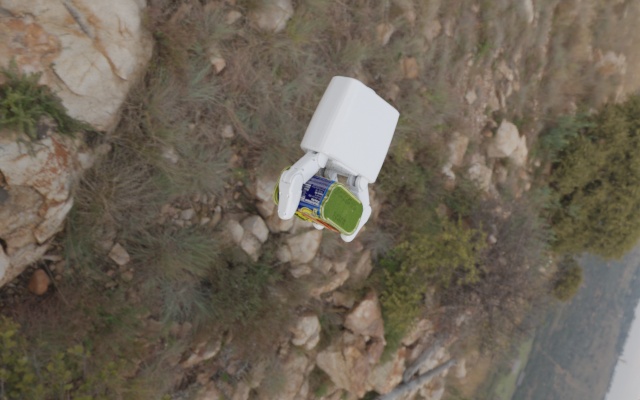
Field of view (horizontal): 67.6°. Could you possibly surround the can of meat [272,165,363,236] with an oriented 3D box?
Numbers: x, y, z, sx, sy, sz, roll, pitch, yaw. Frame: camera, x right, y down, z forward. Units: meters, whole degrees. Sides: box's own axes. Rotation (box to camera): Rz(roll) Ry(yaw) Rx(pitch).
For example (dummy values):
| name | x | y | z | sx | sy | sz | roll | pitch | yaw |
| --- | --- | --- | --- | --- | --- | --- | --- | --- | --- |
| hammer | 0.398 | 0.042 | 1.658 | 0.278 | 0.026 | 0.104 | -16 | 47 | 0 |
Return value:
| name | x | y | z | sx | sy | sz | roll | pitch | yaw |
| --- | --- | --- | --- | --- | --- | --- | --- | --- | --- |
| can of meat | 0.000 | 0.002 | 0.641 | 0.084 | 0.057 | 0.102 | 19 | -11 | 35 |
